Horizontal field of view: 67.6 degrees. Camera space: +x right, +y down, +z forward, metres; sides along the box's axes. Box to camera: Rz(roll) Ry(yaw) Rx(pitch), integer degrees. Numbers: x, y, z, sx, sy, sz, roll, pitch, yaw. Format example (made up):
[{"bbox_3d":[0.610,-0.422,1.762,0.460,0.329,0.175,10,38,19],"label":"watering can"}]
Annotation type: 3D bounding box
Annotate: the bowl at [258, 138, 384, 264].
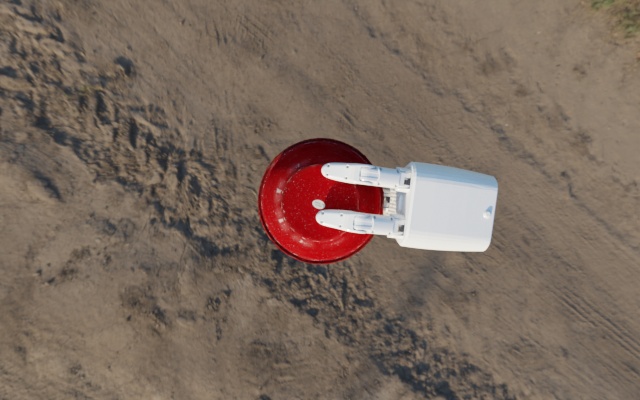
[{"bbox_3d":[-0.001,0.002,0.584,0.162,0.162,0.055,0,2,1],"label":"bowl"}]
